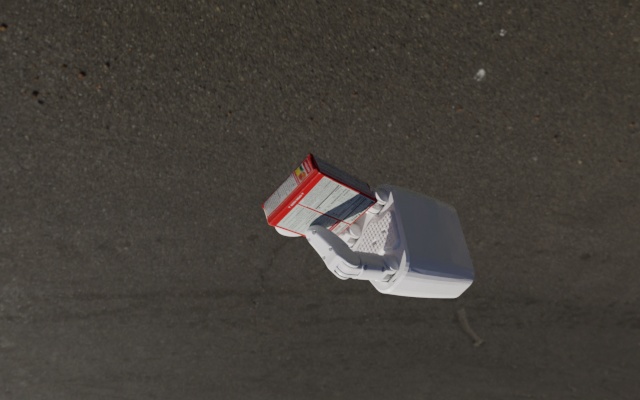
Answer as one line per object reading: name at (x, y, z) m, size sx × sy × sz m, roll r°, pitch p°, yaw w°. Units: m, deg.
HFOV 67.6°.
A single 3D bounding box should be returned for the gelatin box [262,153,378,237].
gelatin box at (0.000, 0.002, 0.464) m, size 0.089 × 0.030 × 0.073 m, roll 23°, pitch -58°, yaw -43°
